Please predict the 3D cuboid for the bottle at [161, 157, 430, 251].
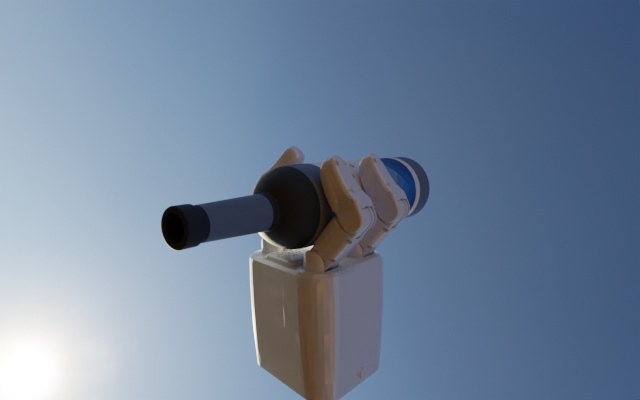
[{"bbox_3d":[0.000,0.001,0.403,0.069,0.069,0.295,0,6,37],"label":"bottle"}]
